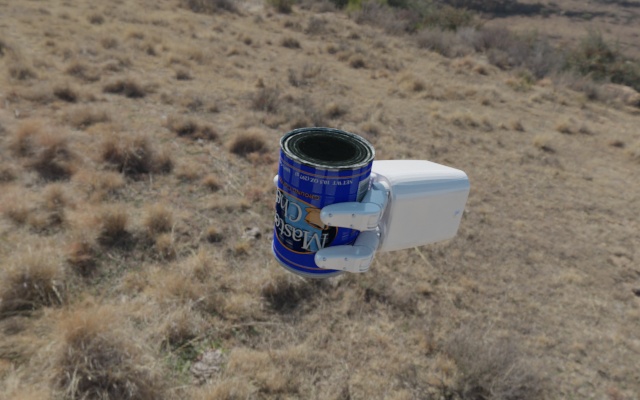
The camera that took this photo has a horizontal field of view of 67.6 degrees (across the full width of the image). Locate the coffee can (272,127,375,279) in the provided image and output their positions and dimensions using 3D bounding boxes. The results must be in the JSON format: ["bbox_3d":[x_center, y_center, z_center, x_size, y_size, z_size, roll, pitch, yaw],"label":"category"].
[{"bbox_3d":[0.000,0.002,0.541,0.103,0.140,0.102,5,31,-3],"label":"coffee can"}]
